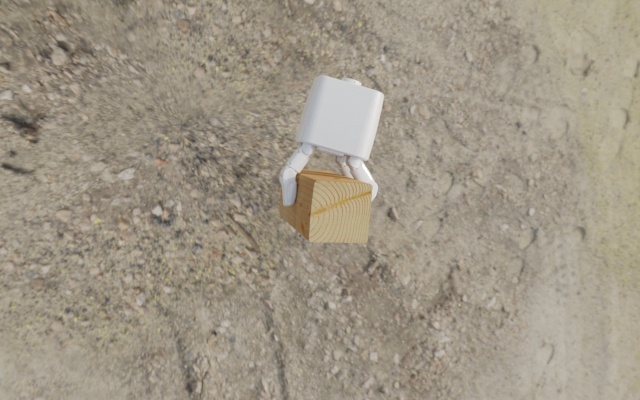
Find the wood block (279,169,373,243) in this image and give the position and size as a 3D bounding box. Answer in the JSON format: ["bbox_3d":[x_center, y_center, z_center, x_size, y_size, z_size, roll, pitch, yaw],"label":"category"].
[{"bbox_3d":[0.000,0.002,0.772,0.091,0.090,0.206,3,8,-17],"label":"wood block"}]
